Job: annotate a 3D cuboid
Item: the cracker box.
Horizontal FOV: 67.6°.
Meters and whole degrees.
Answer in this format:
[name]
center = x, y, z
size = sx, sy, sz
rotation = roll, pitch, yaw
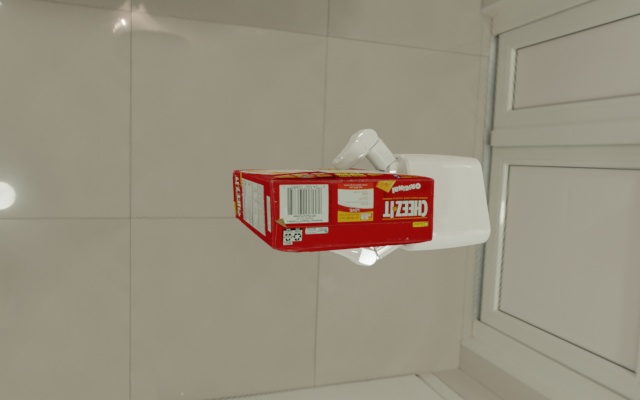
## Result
[cracker box]
center = 0.000, 0.002, 0.534
size = 0.164, 0.072, 0.213
rotation = -2, 6, -19
